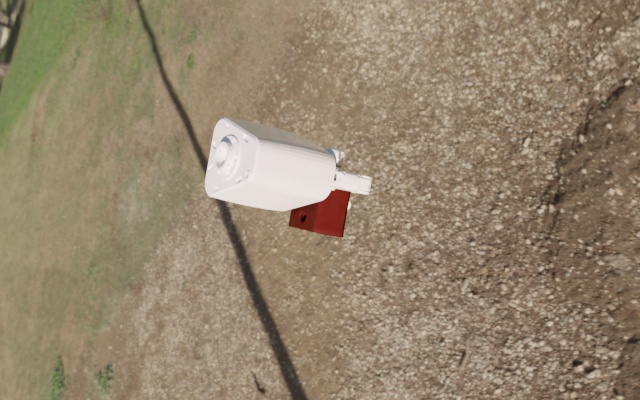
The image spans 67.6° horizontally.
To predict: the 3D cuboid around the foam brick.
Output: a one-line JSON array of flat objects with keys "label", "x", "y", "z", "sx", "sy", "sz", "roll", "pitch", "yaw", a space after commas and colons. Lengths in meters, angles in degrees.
[{"label": "foam brick", "x": 0.000, "y": 0.002, "z": 0.597, "sx": 0.051, "sy": 0.078, "sz": 0.053, "roll": 10, "pitch": 0, "yaw": -40}]
